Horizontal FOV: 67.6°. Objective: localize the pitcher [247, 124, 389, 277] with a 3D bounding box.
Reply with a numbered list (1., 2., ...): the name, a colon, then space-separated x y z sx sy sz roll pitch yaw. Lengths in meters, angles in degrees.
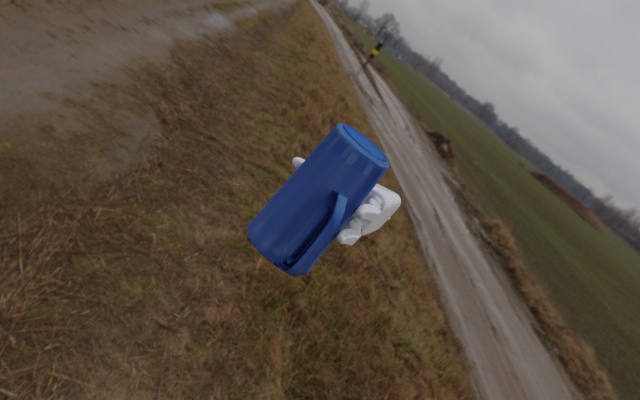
1. pitcher: 0.000 0.003 0.782 0.149 0.243 0.145 47 20 20
